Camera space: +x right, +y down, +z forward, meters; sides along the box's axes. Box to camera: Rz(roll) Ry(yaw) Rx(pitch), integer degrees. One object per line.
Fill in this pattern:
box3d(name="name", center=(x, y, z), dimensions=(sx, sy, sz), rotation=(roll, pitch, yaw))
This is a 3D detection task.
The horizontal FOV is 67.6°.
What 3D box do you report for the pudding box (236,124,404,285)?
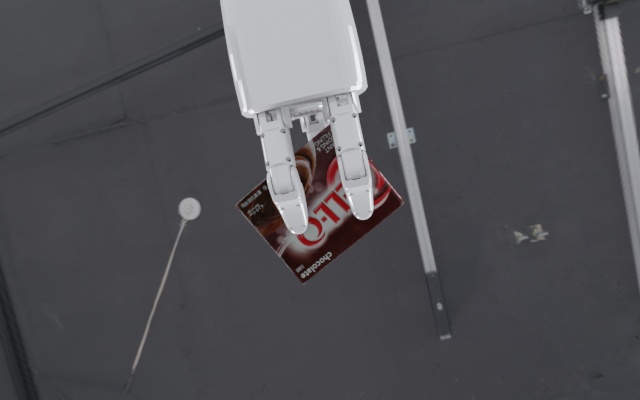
box3d(name="pudding box", center=(0.000, 0.001, 0.412), dimensions=(0.113, 0.090, 0.039), rotation=(-40, 1, 9))
